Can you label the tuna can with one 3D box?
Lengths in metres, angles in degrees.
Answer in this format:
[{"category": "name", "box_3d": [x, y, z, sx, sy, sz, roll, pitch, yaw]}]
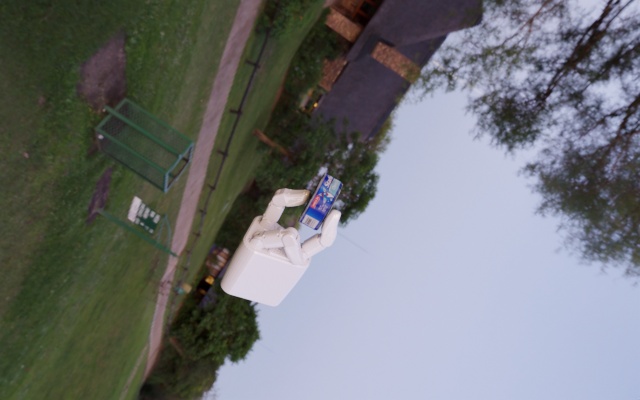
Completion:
[{"category": "tuna can", "box_3d": [0.001, 0.003, 0.732, 0.034, 0.086, 0.086, 29, -1, -2]}]
